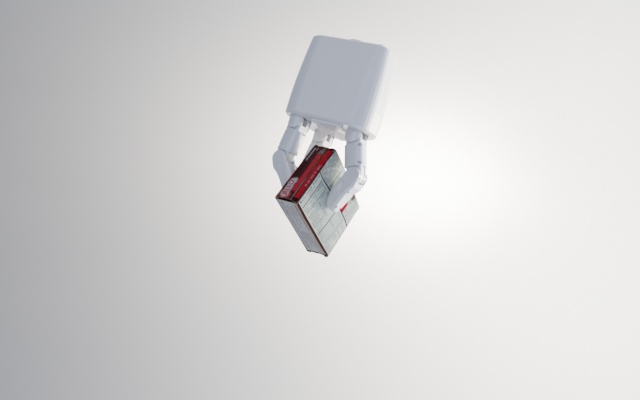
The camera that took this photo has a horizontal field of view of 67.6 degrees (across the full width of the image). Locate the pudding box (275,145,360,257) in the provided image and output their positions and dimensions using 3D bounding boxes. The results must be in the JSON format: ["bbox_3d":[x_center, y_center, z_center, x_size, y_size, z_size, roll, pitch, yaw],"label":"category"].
[{"bbox_3d":[0.000,0.002,0.593,0.039,0.090,0.114,15,-33,37],"label":"pudding box"}]
